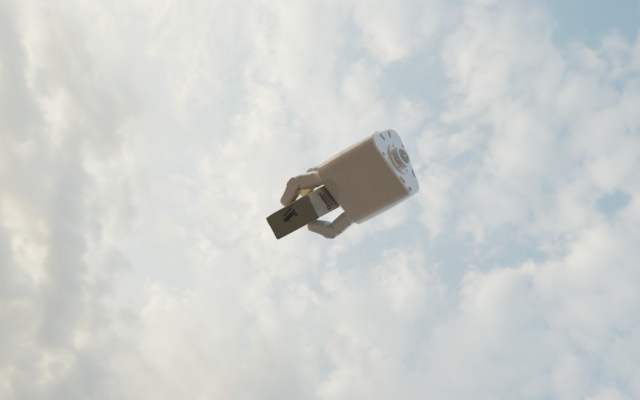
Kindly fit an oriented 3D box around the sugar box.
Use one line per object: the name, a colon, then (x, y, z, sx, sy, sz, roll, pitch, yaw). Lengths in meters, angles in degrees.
sugar box: (0.000, 0.002, 0.774, 0.093, 0.048, 0.176, -29, -3, 34)
